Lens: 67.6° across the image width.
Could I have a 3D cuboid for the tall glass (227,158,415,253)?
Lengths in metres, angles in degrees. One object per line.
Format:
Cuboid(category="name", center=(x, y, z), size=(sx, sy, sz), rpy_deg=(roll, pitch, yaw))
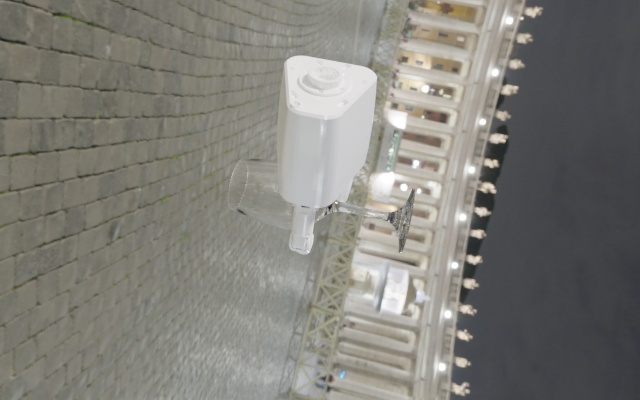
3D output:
Cuboid(category="tall glass", center=(0.001, 0.002, 0.542), size=(0.201, 0.079, 0.079), rpy_deg=(12, 1, 5))
